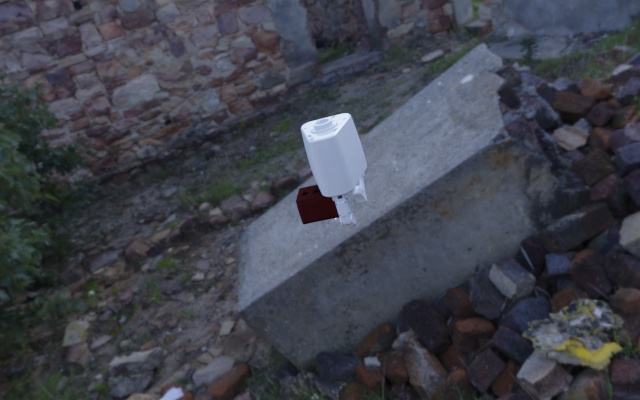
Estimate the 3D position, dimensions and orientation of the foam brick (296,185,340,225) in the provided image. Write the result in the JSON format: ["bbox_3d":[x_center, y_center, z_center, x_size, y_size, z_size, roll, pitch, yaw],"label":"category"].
[{"bbox_3d":[0.000,0.003,0.873,0.078,0.051,0.053,-12,29,13],"label":"foam brick"}]
